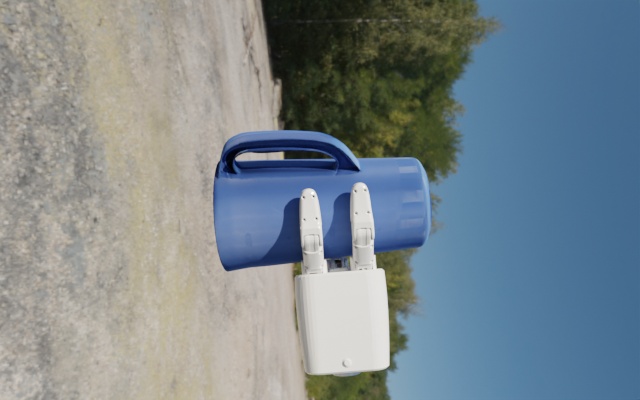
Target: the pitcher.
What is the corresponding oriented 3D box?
[{"bbox_3d":[0.000,0.002,0.560,0.243,0.145,0.149,-4,-8,-1],"label":"pitcher"}]
